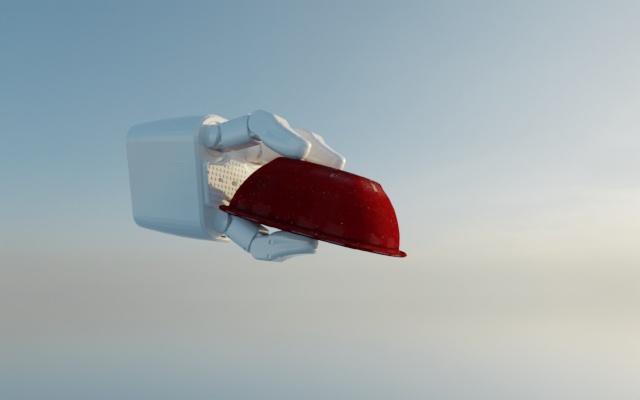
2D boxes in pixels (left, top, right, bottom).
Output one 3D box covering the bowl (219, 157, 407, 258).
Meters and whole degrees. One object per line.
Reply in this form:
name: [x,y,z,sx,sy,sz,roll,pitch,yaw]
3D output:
bowl: [0.001,0.001,0.404,0.162,0.055,0.162,15,-1,0]
